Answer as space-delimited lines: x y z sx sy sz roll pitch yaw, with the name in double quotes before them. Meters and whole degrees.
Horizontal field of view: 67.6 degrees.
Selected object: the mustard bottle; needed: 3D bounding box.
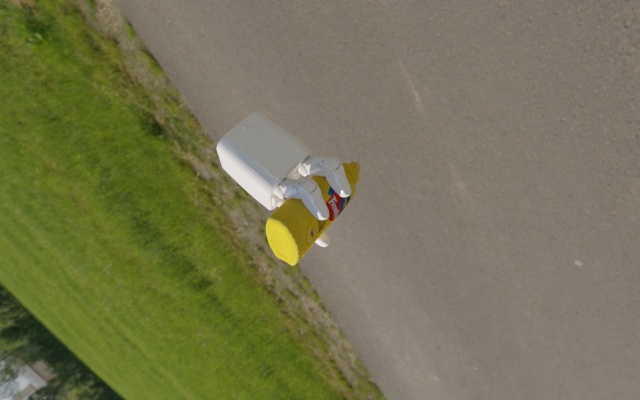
"mustard bottle" 0.000 0.003 0.714 0.058 0.096 0.191 25 53 27
